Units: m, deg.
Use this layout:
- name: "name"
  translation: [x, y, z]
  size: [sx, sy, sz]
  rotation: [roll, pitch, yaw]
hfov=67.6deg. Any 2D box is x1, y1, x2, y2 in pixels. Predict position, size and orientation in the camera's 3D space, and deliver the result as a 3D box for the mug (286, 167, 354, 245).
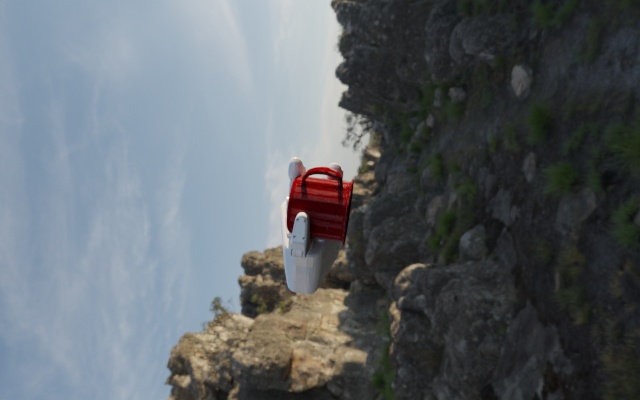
- name: "mug"
  translation: [0.000, 0.001, 0.654]
  size: [0.081, 0.117, 0.093]
  rotation: [8, 46, 5]
